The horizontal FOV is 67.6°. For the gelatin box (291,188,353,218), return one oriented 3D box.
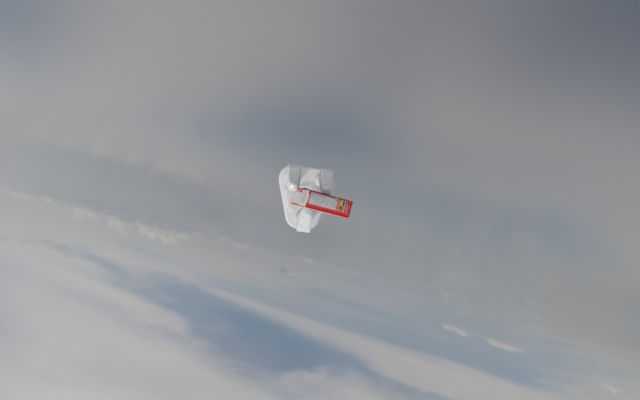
[{"bbox_3d":[0.000,0.003,0.753,0.073,0.030,0.089,15,-1,-18],"label":"gelatin box"}]
